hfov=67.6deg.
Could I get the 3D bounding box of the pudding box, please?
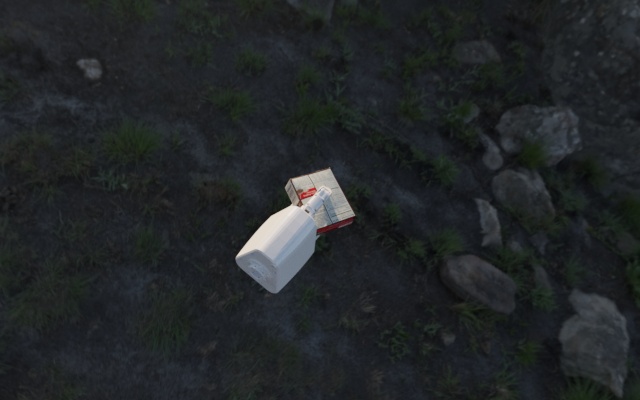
[{"bbox_3d":[0.000,0.003,0.873,0.090,0.113,0.039,-17,-20,-27],"label":"pudding box"}]
